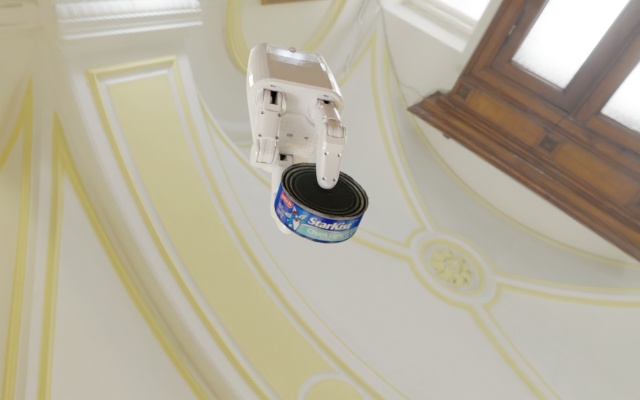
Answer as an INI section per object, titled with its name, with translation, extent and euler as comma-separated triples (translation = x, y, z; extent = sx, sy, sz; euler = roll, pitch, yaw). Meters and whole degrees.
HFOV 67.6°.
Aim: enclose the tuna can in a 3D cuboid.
[tuna can]
translation = 0.000, 0.002, 0.452
extent = 0.086, 0.034, 0.086
euler = 15, 33, -10
